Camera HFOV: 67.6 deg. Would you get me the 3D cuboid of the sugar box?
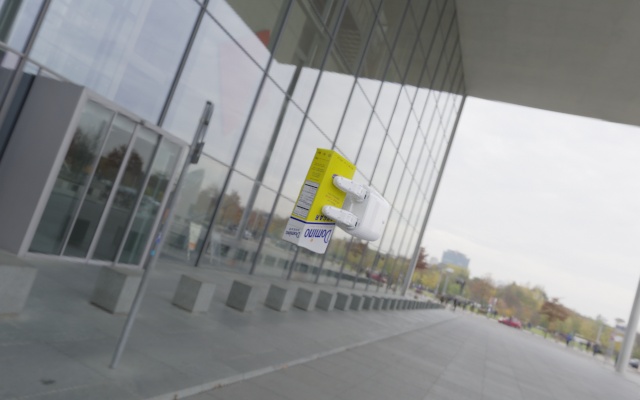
[{"bbox_3d":[0.001,0.003,0.855,0.048,0.176,0.093,15,-7,34],"label":"sugar box"}]
